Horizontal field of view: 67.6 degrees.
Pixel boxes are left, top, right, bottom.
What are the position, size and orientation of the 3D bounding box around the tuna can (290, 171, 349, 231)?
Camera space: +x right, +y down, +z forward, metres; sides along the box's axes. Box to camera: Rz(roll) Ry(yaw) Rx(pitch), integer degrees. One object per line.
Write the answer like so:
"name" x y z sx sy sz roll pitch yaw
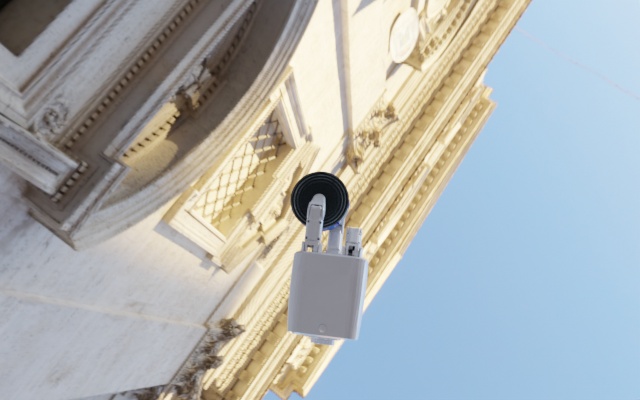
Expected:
"tuna can" 0.000 0.002 0.708 0.086 0.086 0.034 0 -12 6
